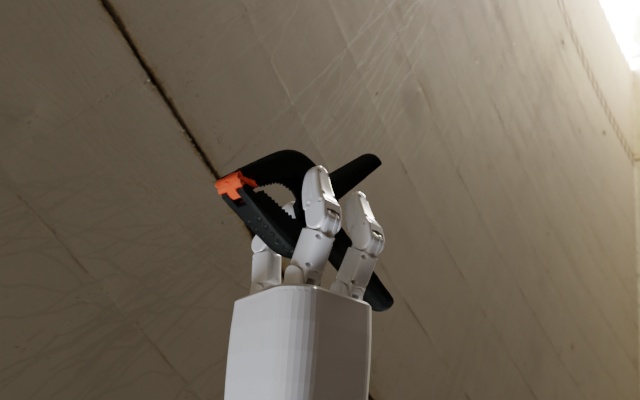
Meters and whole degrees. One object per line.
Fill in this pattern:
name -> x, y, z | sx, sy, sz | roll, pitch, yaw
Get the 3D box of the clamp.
clamp -> -0.001, 0.002, 0.431 | 0.036, 0.164, 0.210 | -19, -32, 37
